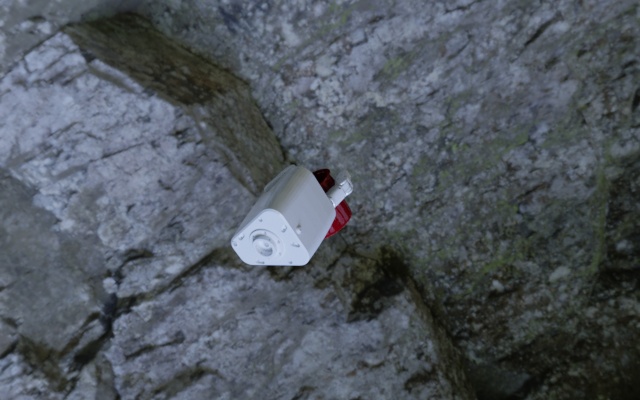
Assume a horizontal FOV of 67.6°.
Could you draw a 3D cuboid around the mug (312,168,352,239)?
[{"bbox_3d":[0.001,0.002,0.765,0.093,0.081,0.117,-21,22,33],"label":"mug"}]
